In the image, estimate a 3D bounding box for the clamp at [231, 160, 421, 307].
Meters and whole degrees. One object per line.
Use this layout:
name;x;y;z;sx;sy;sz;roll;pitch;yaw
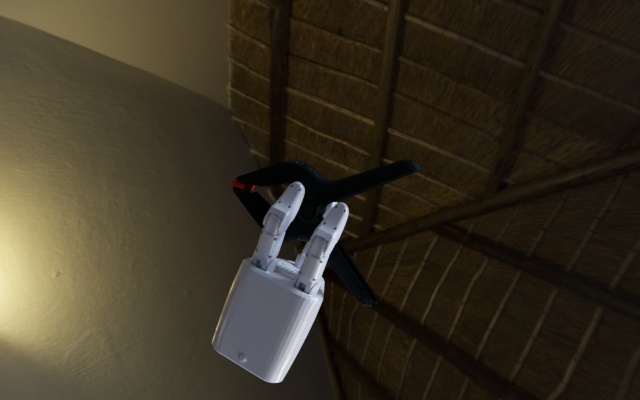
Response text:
clamp;0.000;0.002;0.540;0.210;0.164;0.036;25;5;15
